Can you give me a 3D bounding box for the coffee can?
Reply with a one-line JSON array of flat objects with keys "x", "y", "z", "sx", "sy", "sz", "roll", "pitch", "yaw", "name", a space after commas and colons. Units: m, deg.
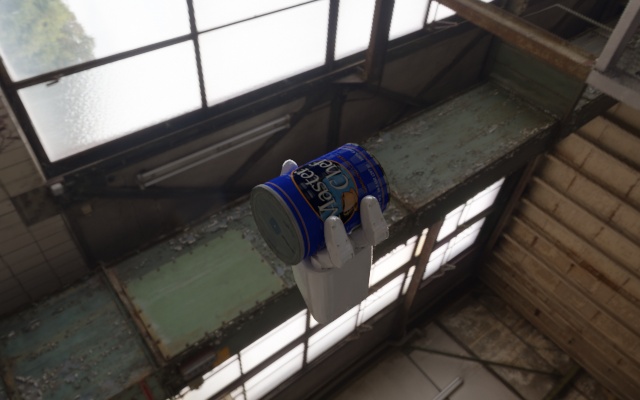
[{"x": 0.000, "y": 0.002, "z": 0.586, "sx": 0.140, "sy": 0.103, "sz": 0.103, "roll": -28, "pitch": 14, "yaw": -28, "name": "coffee can"}]
